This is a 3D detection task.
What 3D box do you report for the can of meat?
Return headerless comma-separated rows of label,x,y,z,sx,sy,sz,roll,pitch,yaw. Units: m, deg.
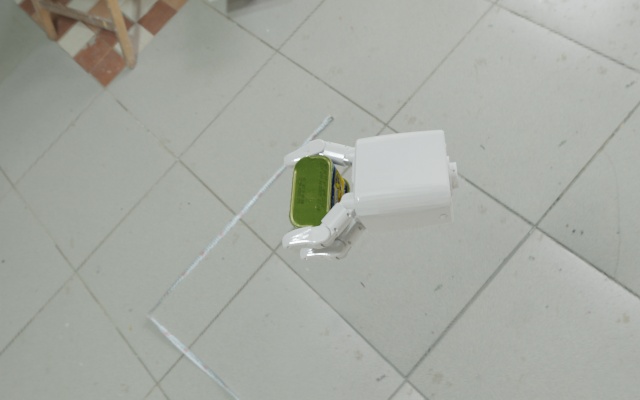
can of meat,0.000,0.002,0.611,0.057,0.102,0.084,-3,-20,16
